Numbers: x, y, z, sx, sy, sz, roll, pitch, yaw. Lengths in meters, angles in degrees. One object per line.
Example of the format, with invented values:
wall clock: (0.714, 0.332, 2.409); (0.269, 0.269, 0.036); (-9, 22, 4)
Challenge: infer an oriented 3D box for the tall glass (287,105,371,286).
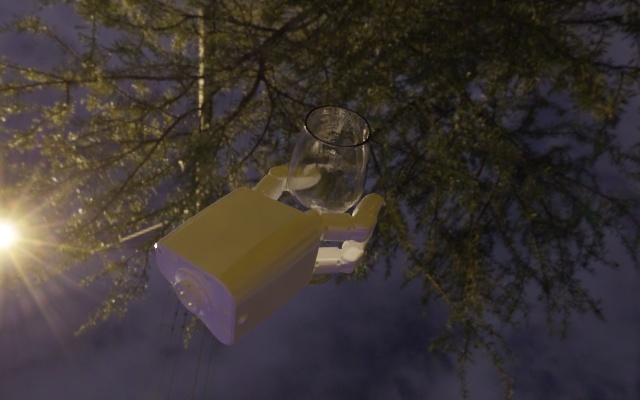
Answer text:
tall glass: (0.000, 0.002, 0.499); (0.079, 0.079, 0.201); (0, -44, -13)
